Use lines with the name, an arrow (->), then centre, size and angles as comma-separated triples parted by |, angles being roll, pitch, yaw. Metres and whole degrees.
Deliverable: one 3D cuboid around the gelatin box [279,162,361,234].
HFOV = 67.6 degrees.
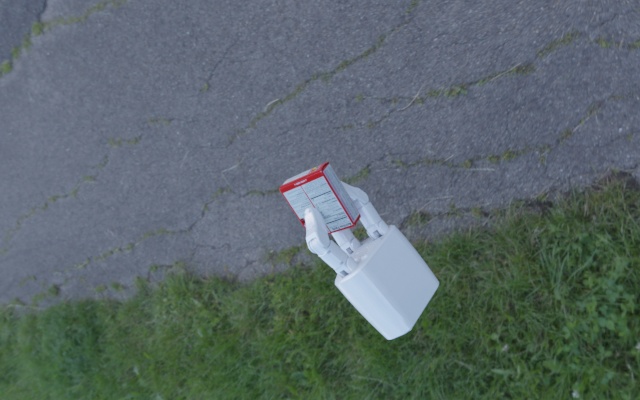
gelatin box -> 0.000, 0.002, 0.630 | 0.073, 0.089, 0.030 | -21, 20, 34
